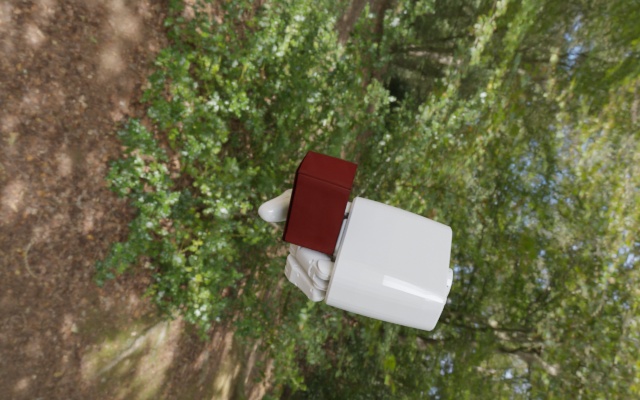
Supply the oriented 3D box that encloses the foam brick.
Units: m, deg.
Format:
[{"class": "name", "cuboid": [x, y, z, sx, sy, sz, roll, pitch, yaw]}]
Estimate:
[{"class": "foam brick", "cuboid": [0.000, 0.001, 0.452, 0.051, 0.078, 0.053, 16, 32, 4]}]
